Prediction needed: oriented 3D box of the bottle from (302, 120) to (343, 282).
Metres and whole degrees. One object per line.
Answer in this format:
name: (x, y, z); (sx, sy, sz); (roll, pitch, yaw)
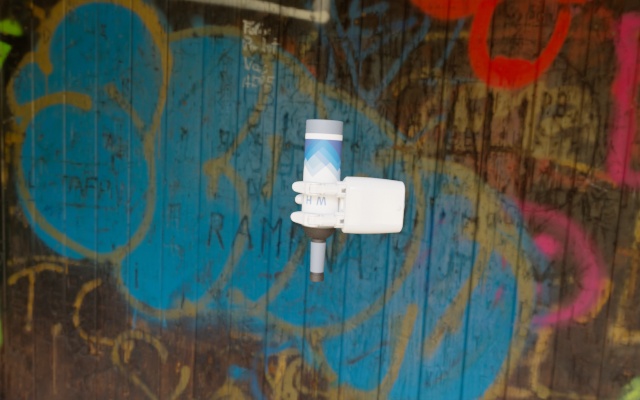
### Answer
bottle: (0.000, 0.003, 0.877); (0.069, 0.296, 0.069); (3, 6, 0)
